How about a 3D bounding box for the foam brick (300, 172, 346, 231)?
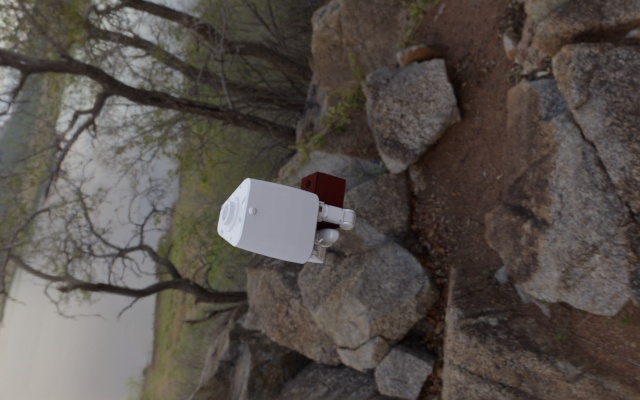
[{"bbox_3d":[0.000,0.002,0.719,0.051,0.078,0.053,15,-16,-25],"label":"foam brick"}]
